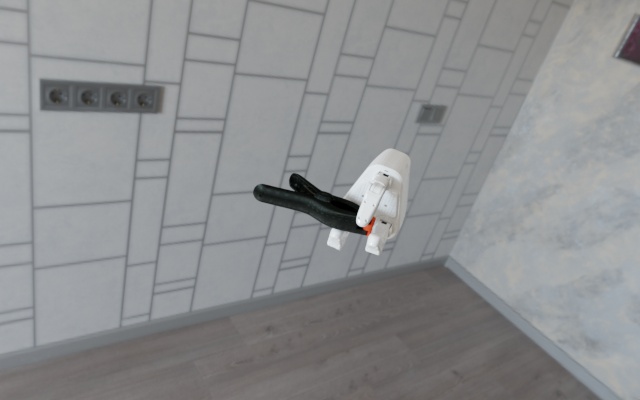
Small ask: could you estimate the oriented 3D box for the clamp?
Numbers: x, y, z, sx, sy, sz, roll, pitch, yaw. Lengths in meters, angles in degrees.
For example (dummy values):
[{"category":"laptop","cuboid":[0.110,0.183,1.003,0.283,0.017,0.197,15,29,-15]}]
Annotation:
[{"category":"clamp","cuboid":[0.000,0.002,0.692,0.171,0.039,0.120,23,26,9]}]
